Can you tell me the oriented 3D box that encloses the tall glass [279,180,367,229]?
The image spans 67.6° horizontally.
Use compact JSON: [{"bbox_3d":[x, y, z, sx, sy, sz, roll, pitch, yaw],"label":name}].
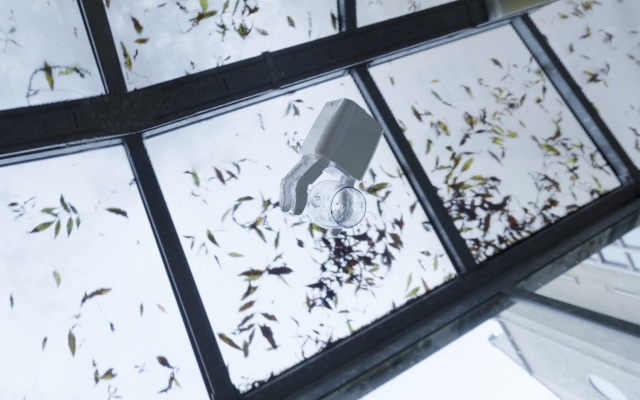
[{"bbox_3d":[0.000,0.003,0.799,0.079,0.079,0.201,0,5,-25],"label":"tall glass"}]
